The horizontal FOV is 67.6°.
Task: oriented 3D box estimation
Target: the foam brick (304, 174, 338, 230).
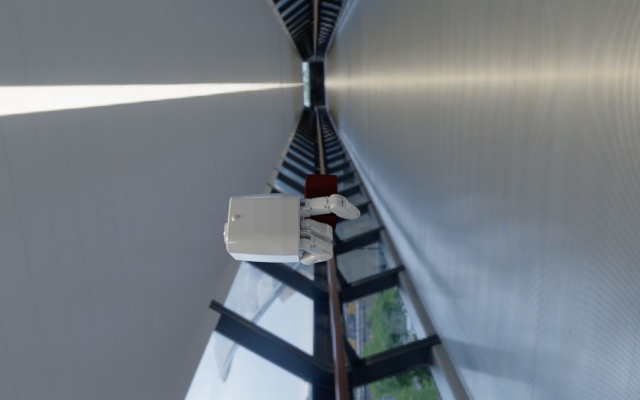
[{"bbox_3d":[0.000,0.002,0.771,0.051,0.078,0.053,2,-32,-4],"label":"foam brick"}]
